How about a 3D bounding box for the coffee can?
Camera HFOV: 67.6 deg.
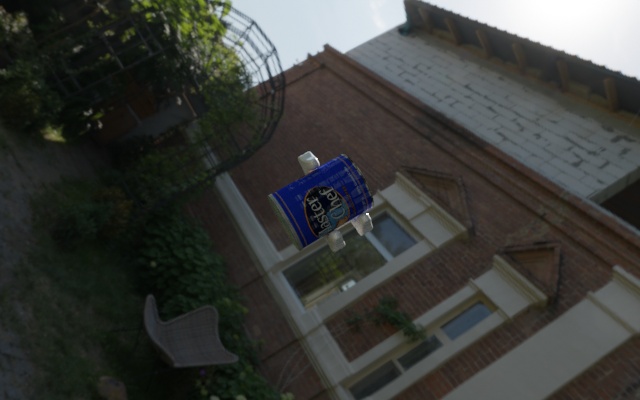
[{"bbox_3d":[0.000,0.003,0.773,0.140,0.103,0.103,-30,5,-9],"label":"coffee can"}]
